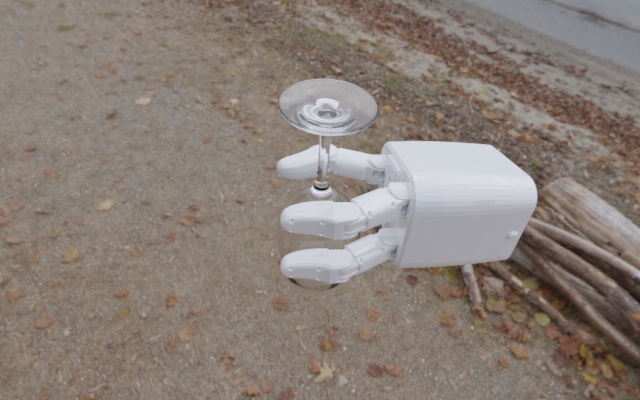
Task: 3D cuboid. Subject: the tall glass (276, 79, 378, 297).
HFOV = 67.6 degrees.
[{"bbox_3d":[0.000,0.001,0.419,0.079,0.201,0.079,3,43,-3],"label":"tall glass"}]
